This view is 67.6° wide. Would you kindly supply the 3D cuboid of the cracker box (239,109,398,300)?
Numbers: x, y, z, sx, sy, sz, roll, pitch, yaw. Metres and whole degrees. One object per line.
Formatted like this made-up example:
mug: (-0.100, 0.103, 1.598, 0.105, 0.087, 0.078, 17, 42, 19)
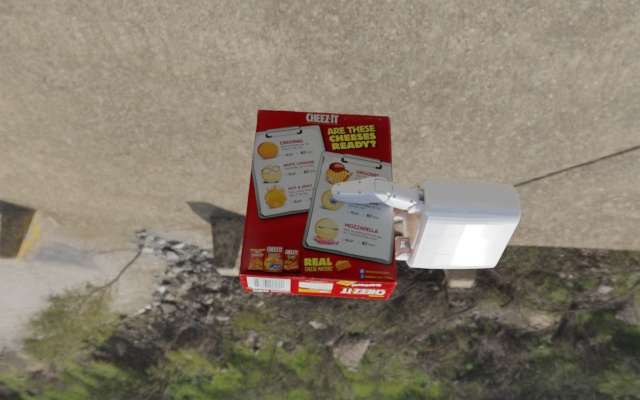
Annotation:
cracker box: (0.000, 0.002, 0.557, 0.164, 0.213, 0.072, 3, -28, -2)
